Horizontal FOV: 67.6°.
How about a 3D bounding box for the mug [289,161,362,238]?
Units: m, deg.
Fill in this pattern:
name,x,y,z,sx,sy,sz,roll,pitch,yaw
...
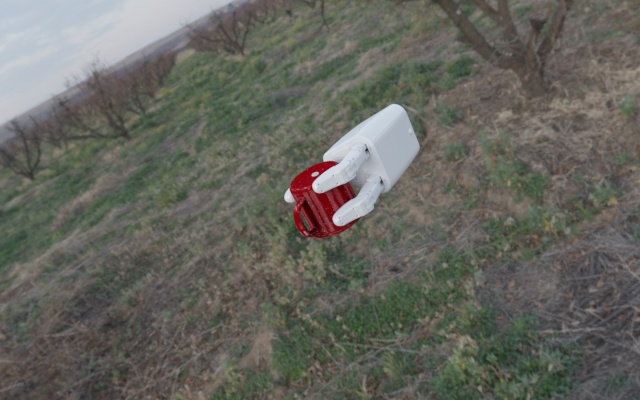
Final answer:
name,x,y,z,sx,sy,sz,roll,pitch,yaw
mug,-0.001,0.003,0.689,0.093,0.081,0.117,-4,33,45
